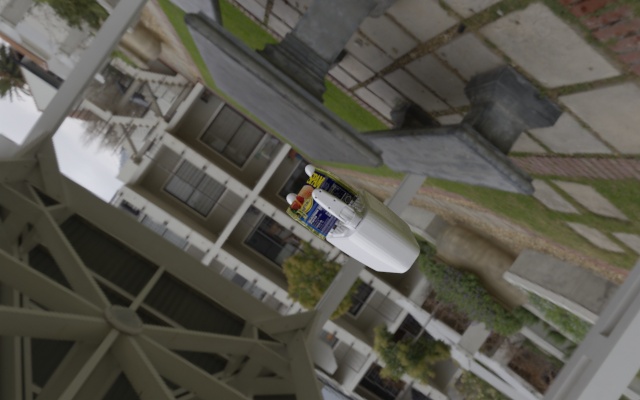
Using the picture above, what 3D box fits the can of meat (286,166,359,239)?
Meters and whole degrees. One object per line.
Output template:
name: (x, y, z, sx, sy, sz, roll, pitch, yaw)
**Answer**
can of meat: (0.000, 0.003, 0.704, 0.057, 0.084, 0.102, 35, -1, -18)
